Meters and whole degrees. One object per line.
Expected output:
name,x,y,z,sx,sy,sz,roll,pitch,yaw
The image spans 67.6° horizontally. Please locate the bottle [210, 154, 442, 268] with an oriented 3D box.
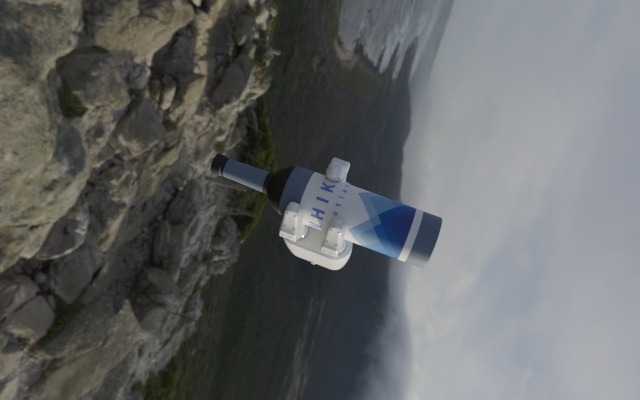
bottle,0.000,0.002,0.602,0.295,0.069,0.069,20,3,7
